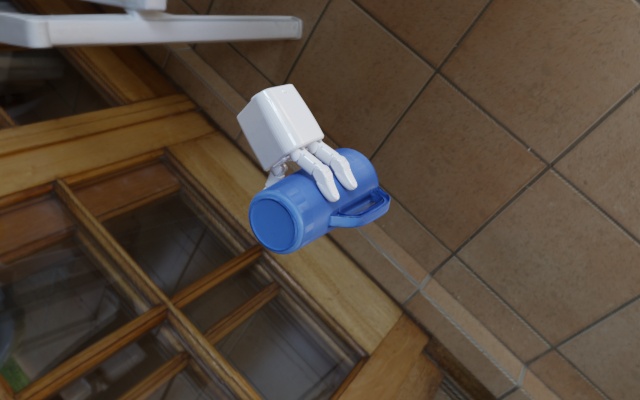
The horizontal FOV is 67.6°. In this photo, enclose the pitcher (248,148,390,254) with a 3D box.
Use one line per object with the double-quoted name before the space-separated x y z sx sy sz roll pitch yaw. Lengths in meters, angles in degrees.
"pitcher" 0.000 0.003 0.821 0.149 0.145 0.242 -28 1 38
